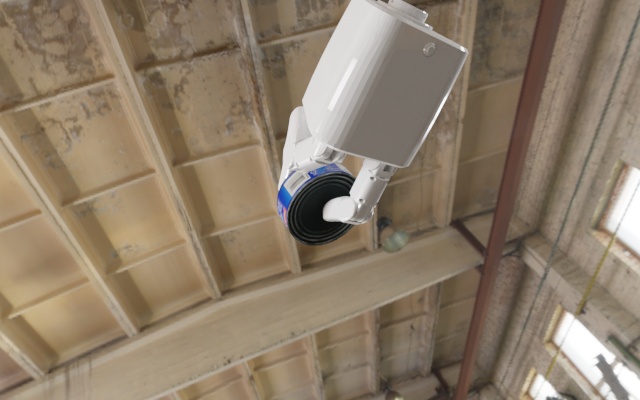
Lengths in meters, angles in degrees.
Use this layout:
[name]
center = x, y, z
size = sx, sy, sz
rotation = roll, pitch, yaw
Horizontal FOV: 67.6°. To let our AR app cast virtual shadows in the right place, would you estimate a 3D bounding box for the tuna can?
[tuna can]
center = 0.000, 0.001, 0.483
size = 0.086, 0.086, 0.033
rotation = 0, 32, -30
